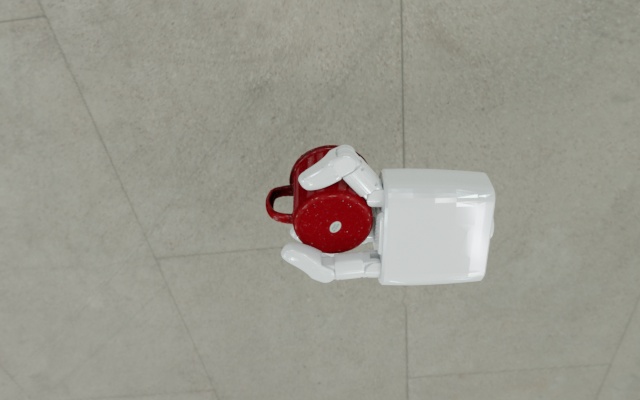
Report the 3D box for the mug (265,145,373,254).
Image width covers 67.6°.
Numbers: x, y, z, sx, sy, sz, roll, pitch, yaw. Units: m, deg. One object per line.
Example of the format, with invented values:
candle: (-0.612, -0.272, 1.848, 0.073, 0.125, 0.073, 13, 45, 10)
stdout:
mug: (-0.001, 0.002, 0.505, 0.117, 0.093, 0.081, -1, 37, 0)
